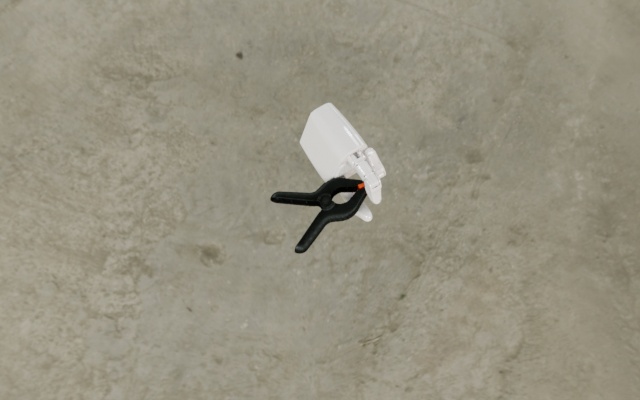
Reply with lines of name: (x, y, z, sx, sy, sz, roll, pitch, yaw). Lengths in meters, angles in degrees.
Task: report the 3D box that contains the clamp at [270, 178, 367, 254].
clamp: (0.000, 0.002, 0.828, 0.171, 0.120, 0.039, -32, -17, -12)
